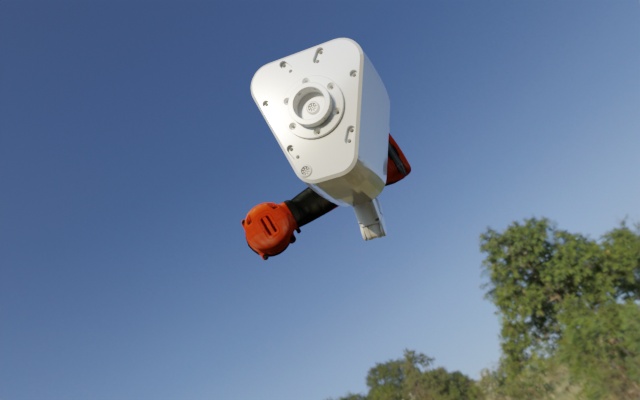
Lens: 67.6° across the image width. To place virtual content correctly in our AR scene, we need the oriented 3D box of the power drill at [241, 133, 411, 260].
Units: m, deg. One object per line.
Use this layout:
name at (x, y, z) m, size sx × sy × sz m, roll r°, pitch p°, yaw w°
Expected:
power drill at (0.000, 0.001, 0.537) m, size 0.187 × 0.057 × 0.184 m, roll -33°, pitch -2°, yaw -9°
